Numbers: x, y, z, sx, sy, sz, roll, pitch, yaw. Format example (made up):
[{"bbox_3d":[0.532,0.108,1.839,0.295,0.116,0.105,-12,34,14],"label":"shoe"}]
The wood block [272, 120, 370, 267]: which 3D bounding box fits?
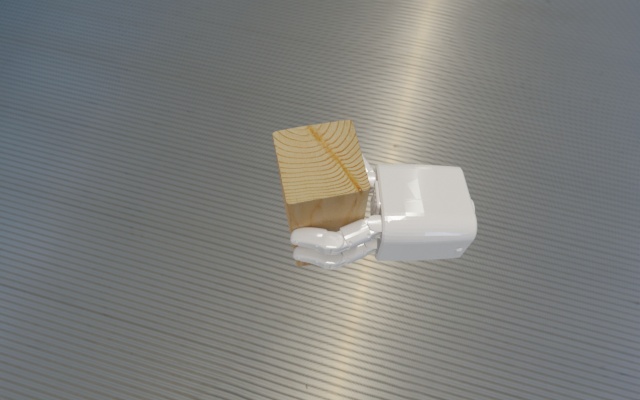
[{"bbox_3d":[0.000,0.002,0.588,0.090,0.090,0.206,-10,-25,-5],"label":"wood block"}]
